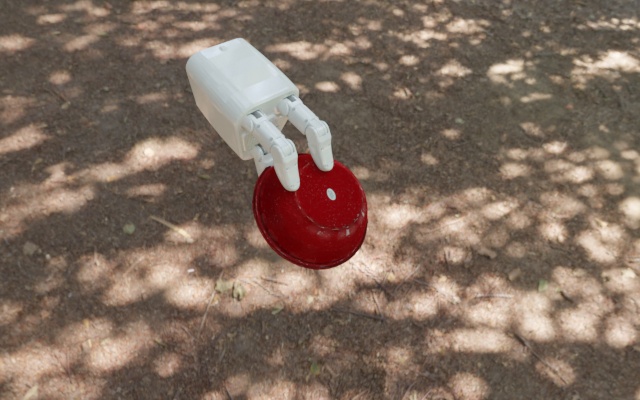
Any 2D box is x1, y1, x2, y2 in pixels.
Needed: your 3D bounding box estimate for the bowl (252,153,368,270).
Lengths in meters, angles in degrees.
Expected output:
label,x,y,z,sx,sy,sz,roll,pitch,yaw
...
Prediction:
label,x,y,z,sx,sy,sz,roll,pitch,yaw
bowl,0.001,0.003,0.598,0.162,0.162,0.055,0,-22,-26
